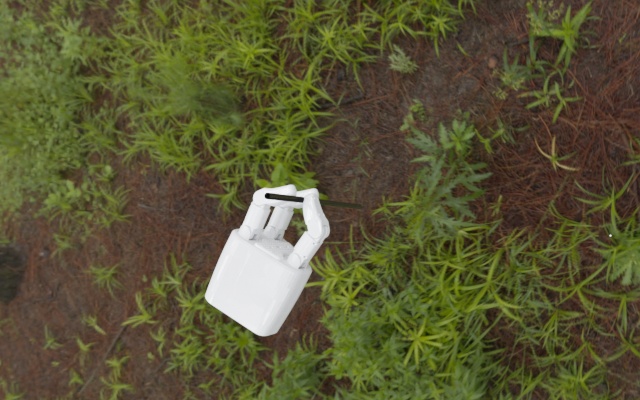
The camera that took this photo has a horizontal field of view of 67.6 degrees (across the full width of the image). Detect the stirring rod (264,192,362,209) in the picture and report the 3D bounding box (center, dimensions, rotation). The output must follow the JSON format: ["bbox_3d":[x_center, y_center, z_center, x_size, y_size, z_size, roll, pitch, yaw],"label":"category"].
[{"bbox_3d":[0.000,0.002,0.658,0.011,0.011,0.239,0,-4,31],"label":"stirring rod"}]
